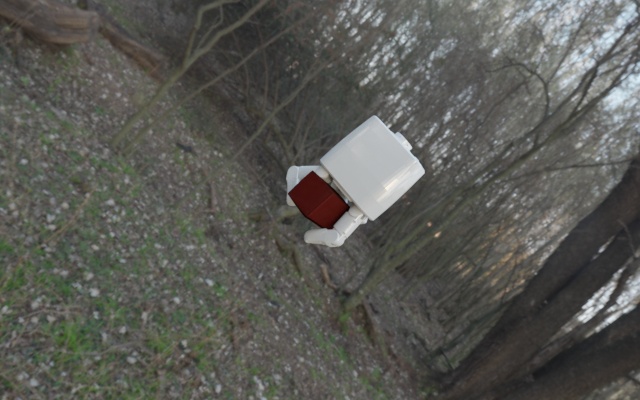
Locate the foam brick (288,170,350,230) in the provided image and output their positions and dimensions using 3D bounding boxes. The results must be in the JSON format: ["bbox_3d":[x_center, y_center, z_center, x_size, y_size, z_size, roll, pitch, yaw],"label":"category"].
[{"bbox_3d":[0.000,0.002,0.691,0.053,0.051,0.078,51,7,32],"label":"foam brick"}]
